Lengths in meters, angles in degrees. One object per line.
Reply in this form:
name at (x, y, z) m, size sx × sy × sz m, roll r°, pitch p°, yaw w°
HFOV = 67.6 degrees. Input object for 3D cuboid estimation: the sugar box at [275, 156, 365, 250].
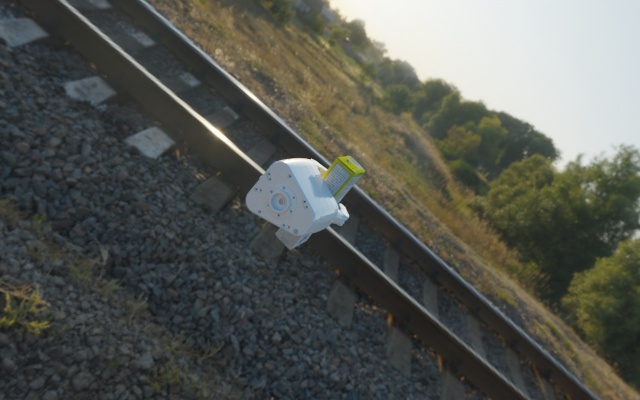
sugar box at (0.000, 0.002, 0.830) m, size 0.048 × 0.176 × 0.093 m, roll 45°, pitch 16°, yaw 8°
